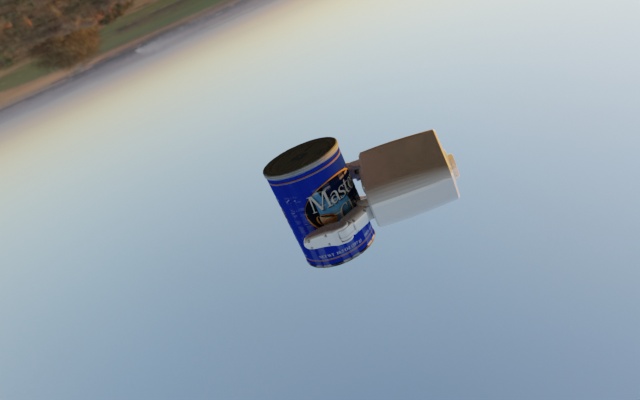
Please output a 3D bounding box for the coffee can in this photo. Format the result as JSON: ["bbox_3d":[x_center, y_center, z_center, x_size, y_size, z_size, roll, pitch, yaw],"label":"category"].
[{"bbox_3d":[0.000,0.002,0.627,0.103,0.140,0.102,-21,22,9],"label":"coffee can"}]
